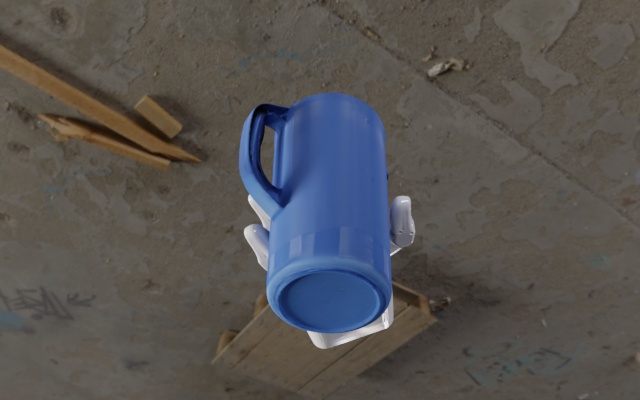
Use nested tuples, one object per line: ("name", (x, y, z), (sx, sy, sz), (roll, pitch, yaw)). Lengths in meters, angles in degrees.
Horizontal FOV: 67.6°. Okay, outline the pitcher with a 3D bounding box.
("pitcher", (0.000, 0.002, 0.487), (0.149, 0.145, 0.242), (-6, 42, 7))
